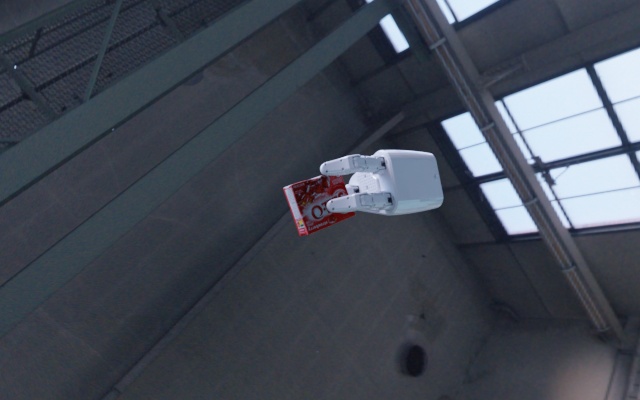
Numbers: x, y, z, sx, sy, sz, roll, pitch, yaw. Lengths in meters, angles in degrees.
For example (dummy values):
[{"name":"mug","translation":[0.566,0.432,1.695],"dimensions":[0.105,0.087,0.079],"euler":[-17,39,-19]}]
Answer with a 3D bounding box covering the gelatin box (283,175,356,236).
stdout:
[{"name":"gelatin box","translation":[0.000,0.002,0.685],"dimensions":[0.089,0.073,0.030],"euler":[-20,1,-31]}]
